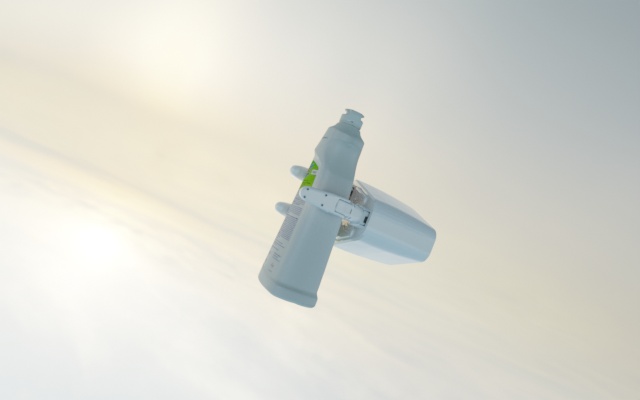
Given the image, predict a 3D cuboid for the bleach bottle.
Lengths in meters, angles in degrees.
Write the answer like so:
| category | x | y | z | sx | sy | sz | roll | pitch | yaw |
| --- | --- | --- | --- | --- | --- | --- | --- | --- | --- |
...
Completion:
| category | x | y | z | sx | sy | sz | roll | pitch | yaw |
| --- | --- | --- | --- | --- | --- | --- | --- | --- | --- |
| bleach bottle | 0.000 | 0.002 | 0.612 | 0.068 | 0.251 | 0.102 | 23 | -2 | -21 |
